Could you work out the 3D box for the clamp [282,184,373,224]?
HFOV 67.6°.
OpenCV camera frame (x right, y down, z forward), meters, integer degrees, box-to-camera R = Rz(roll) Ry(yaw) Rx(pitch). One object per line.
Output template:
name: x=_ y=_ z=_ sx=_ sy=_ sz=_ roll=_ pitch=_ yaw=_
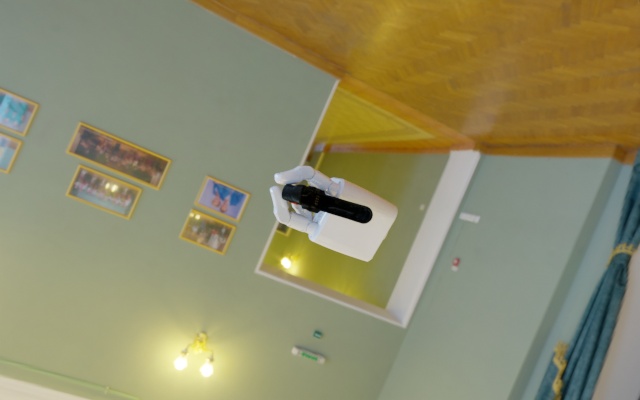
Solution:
clamp: x=0.000 y=0.003 z=0.697 sx=0.120 sy=0.039 sz=0.171 roll=24 pitch=-1 yaw=-15
